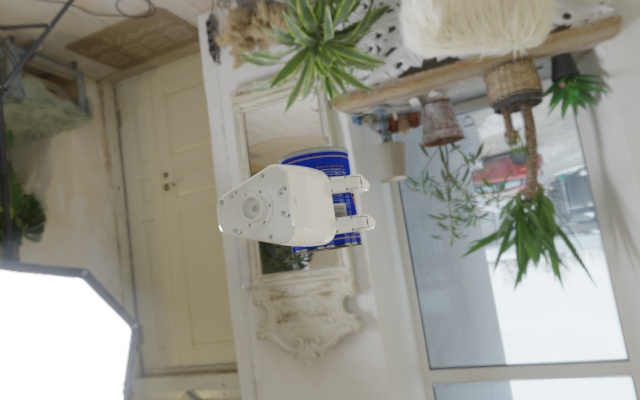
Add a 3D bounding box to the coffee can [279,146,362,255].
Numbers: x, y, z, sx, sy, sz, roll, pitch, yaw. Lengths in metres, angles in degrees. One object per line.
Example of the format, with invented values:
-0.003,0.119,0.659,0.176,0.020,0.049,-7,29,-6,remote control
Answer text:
0.000,0.002,0.696,0.103,0.140,0.103,-8,-7,-1,coffee can
